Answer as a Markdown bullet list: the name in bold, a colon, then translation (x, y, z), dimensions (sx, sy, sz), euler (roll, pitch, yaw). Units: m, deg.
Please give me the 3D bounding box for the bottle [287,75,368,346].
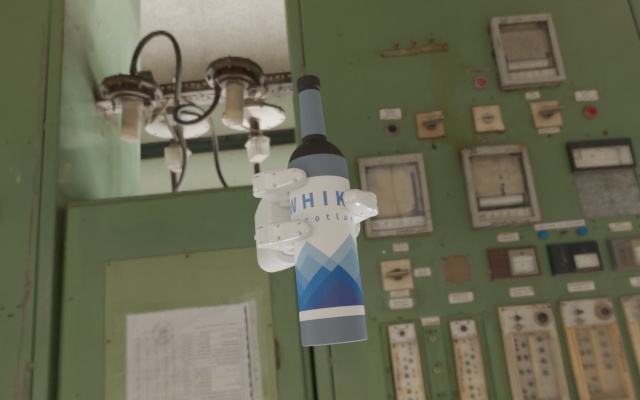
- **bottle**: translation (0.000, 0.002, 0.518), dimensions (0.069, 0.295, 0.069), euler (-5, -15, -1)
